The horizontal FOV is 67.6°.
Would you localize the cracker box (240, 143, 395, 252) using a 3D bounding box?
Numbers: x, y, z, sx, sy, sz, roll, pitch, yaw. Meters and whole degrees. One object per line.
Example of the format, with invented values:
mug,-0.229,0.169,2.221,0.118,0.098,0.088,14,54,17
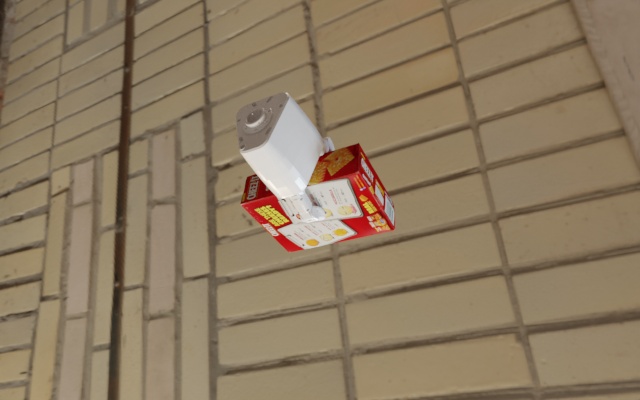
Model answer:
cracker box,0.000,0.003,0.816,0.214,0.072,0.164,-14,-42,24
